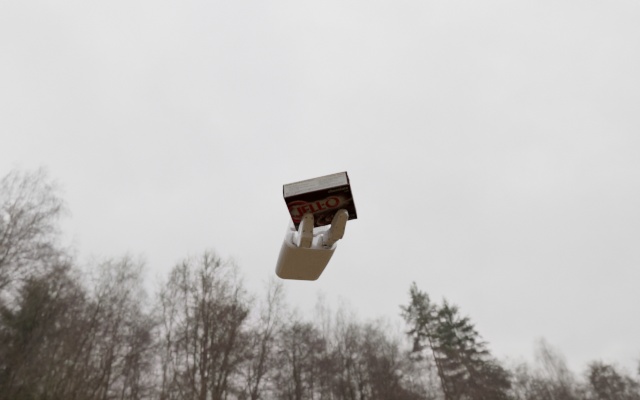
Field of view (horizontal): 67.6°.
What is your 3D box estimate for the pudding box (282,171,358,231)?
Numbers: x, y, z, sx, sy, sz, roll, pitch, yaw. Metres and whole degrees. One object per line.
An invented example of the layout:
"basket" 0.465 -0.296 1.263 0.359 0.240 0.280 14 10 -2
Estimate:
"pudding box" 0.000 0.003 0.807 0.113 0.039 0.090 -14 -42 4
